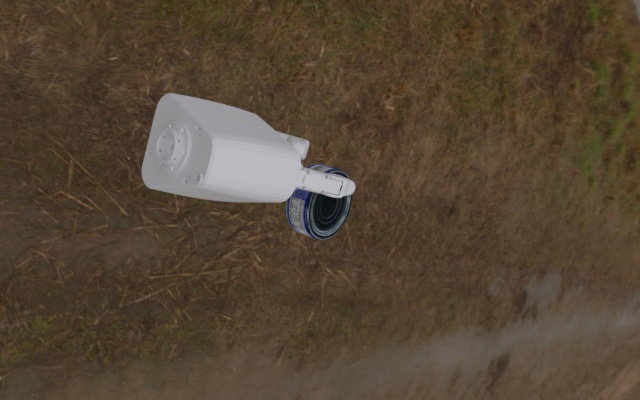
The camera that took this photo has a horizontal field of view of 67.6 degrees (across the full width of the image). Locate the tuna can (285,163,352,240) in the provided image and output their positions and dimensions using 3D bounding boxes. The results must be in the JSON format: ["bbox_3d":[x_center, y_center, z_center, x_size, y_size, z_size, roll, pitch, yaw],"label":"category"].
[{"bbox_3d":[0.001,0.002,0.557,0.033,0.086,0.086,18,11,36],"label":"tuna can"}]
